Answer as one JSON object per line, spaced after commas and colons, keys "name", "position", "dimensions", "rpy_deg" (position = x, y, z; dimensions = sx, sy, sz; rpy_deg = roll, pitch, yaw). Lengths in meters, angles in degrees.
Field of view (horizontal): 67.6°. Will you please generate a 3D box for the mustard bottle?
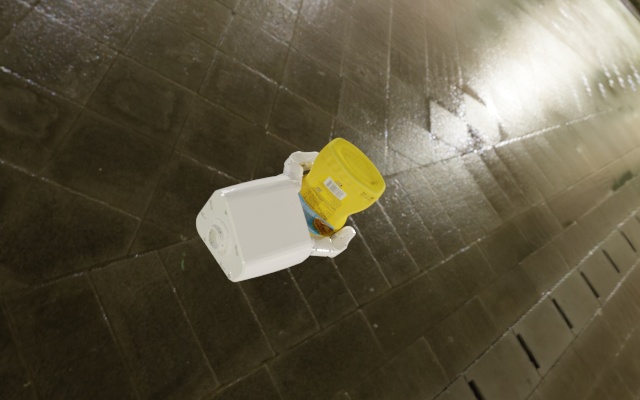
{"name": "mustard bottle", "position": [0.000, 0.002, 0.679], "dimensions": [0.192, 0.096, 0.058], "rpy_deg": [-44, 2, 44]}
